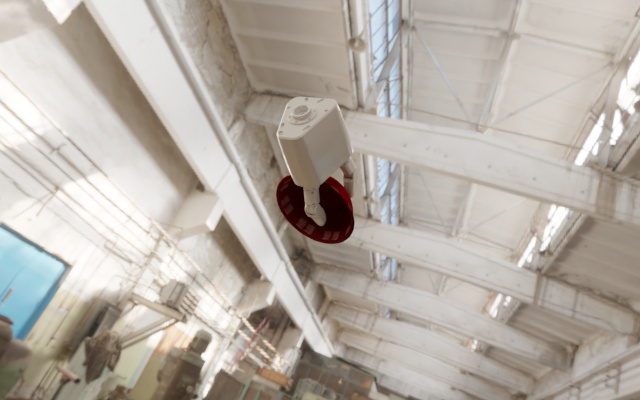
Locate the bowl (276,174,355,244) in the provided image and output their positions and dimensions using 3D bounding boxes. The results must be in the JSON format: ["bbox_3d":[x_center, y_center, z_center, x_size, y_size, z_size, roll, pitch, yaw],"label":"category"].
[{"bbox_3d":[0.000,0.004,0.881,0.162,0.162,0.055,0,37,36],"label":"bowl"}]
